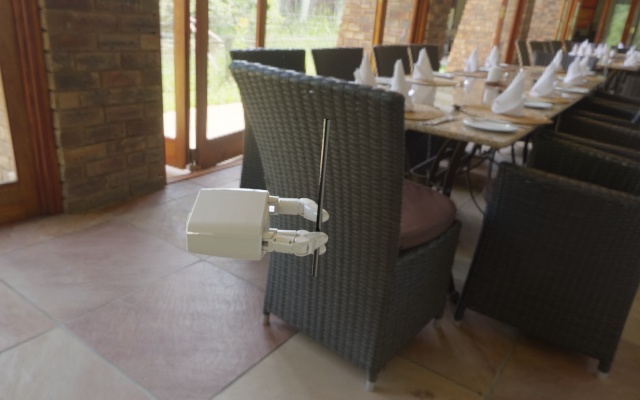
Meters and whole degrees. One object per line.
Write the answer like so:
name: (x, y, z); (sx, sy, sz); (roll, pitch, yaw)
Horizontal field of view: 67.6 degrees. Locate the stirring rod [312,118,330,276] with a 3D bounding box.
stirring rod: (0.000, 0.002, 0.686); (0.011, 0.240, 0.011); (4, 21, -2)
